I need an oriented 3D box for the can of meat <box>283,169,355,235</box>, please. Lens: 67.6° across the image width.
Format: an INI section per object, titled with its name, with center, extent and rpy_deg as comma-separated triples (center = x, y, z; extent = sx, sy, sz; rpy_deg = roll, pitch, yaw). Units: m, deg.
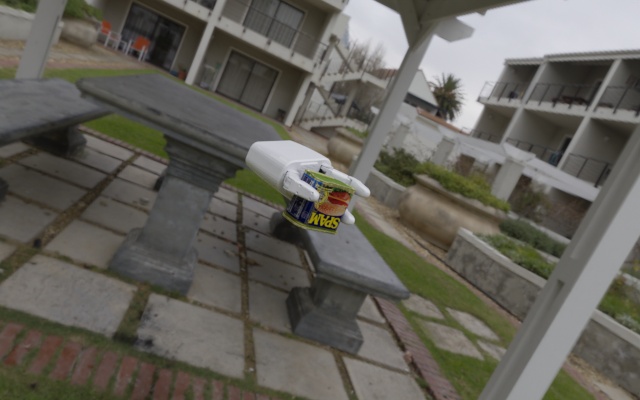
[can of meat]
center = 0.000, 0.002, 0.784
extent = 0.102, 0.084, 0.057
rpy_deg = 15, 14, -45
